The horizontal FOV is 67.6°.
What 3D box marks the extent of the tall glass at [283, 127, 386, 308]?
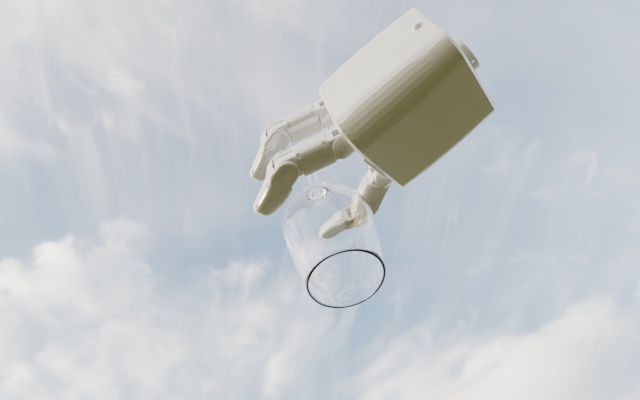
[{"bbox_3d":[0.000,0.001,0.434,0.079,0.079,0.201,0,36,-14],"label":"tall glass"}]
